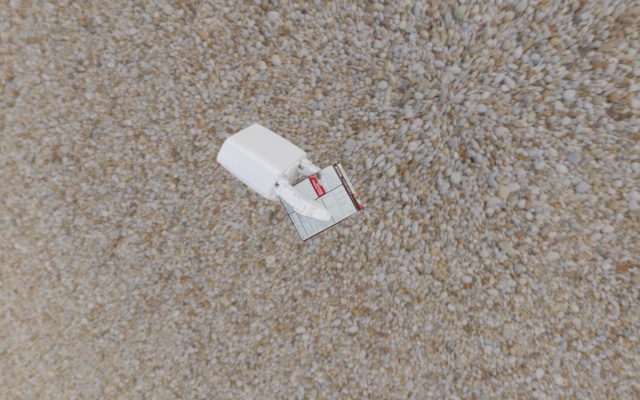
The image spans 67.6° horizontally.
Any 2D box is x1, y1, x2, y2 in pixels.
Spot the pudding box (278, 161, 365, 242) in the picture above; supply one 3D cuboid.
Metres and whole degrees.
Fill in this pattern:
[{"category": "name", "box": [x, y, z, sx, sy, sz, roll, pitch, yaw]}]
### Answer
[{"category": "pudding box", "box": [0.000, 0.002, 0.767, 0.113, 0.090, 0.039, -29, -1, 21]}]
